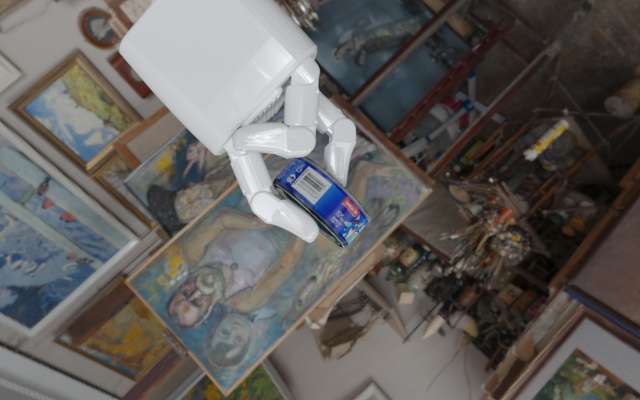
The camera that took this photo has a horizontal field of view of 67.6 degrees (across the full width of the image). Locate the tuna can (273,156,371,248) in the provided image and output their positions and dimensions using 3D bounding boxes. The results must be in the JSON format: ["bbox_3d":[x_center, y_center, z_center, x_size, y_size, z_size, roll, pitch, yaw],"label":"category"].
[{"bbox_3d":[0.000,0.002,0.410,0.086,0.034,0.086,41,-7,7],"label":"tuna can"}]
